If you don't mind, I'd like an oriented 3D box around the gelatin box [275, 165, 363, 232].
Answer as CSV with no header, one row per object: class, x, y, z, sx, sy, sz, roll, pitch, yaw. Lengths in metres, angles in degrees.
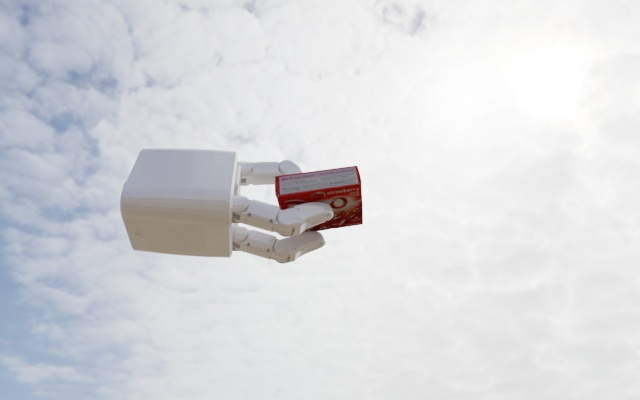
gelatin box,0.000,0.001,0.514,0.089,0.030,0.073,-8,-38,1
